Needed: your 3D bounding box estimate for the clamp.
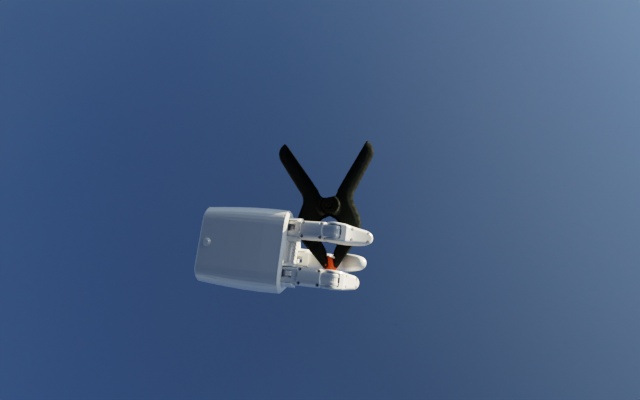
[{"bbox_3d":[0.000,0.002,0.603,0.120,0.171,0.039,5,-13,8],"label":"clamp"}]
